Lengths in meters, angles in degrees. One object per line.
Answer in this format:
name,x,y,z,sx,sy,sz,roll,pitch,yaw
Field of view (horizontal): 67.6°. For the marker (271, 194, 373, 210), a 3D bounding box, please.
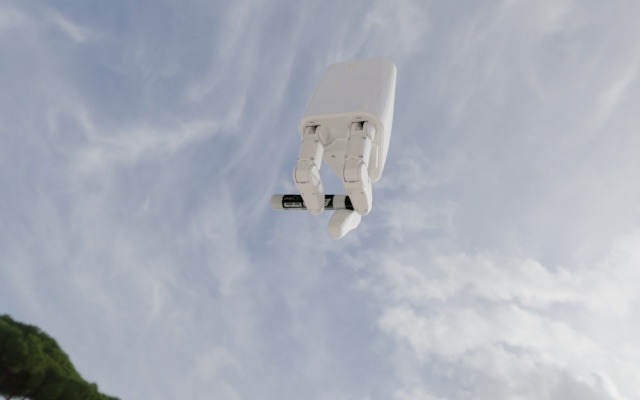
marker,0.000,0.002,0.540,0.121,0.020,0.020,0,0,25
